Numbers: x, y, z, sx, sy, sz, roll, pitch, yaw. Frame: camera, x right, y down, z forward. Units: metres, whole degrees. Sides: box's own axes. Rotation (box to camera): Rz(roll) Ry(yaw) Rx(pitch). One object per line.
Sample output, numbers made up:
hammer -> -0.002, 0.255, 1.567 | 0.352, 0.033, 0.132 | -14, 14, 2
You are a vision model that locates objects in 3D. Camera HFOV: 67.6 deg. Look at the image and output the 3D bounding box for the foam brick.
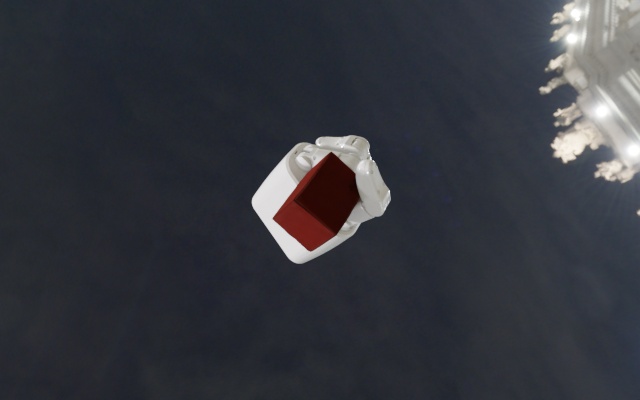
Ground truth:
foam brick -> 0.000, 0.002, 0.470 | 0.051, 0.053, 0.078 | -38, 13, 49
